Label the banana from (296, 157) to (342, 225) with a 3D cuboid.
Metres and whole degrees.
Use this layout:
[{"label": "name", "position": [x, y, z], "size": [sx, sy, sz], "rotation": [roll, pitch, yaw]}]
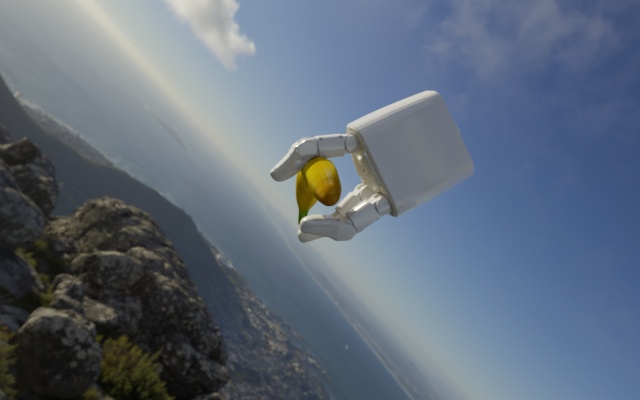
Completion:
[{"label": "banana", "position": [-0.004, -0.016, 0.544], "size": [0.037, 0.069, 0.198], "rotation": [-9, -7, -9]}]
